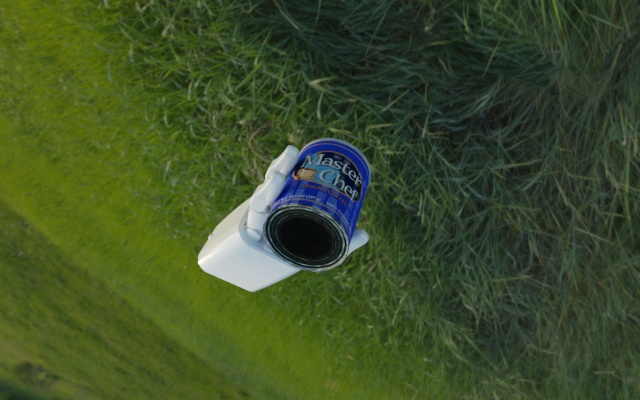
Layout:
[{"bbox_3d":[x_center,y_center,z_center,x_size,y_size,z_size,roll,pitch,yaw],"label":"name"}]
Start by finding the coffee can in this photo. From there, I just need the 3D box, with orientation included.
[{"bbox_3d":[0.000,0.002,0.592,0.103,0.103,0.140,0,38,19],"label":"coffee can"}]
